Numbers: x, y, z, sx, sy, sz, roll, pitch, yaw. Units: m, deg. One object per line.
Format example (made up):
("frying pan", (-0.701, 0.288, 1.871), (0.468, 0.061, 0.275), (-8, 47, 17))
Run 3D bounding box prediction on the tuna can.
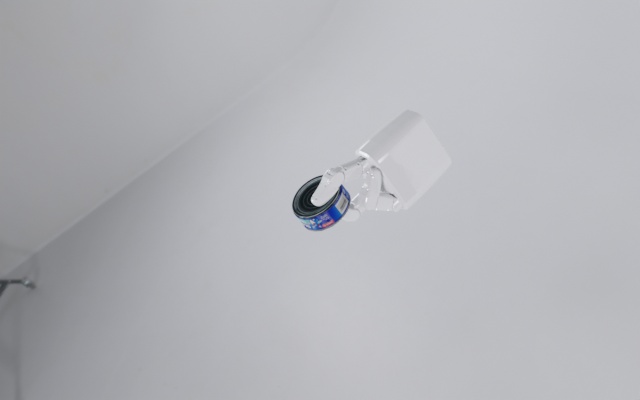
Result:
("tuna can", (0.000, 0.002, 0.719), (0.086, 0.086, 0.034), (0, -38, 38))
